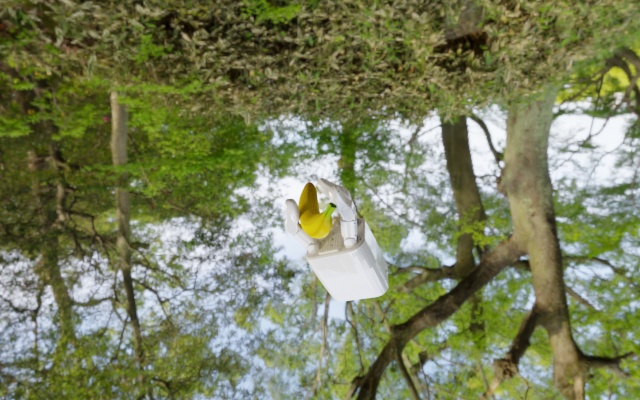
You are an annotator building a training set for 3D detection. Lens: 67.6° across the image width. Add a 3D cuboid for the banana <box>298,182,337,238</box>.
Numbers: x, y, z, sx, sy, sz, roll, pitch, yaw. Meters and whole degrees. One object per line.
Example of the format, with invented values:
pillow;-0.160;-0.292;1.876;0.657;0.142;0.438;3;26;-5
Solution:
banana;-0.009;0.019;0.774;0.037;0.069;0.197;29;4;-17
